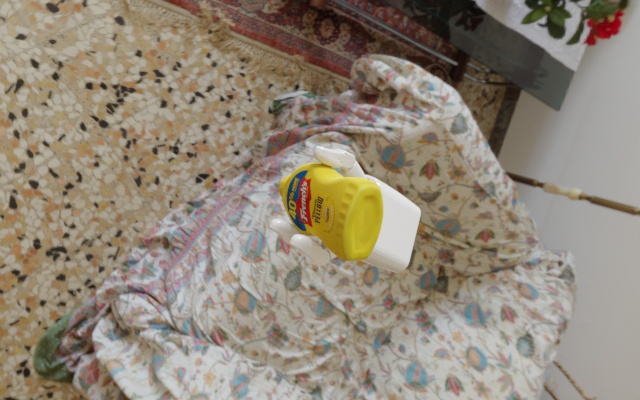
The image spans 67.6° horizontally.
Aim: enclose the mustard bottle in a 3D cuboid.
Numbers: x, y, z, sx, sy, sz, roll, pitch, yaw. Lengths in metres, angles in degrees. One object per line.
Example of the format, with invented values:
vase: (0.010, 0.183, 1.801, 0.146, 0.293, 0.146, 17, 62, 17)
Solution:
mustard bottle: (0.000, 0.002, 0.620, 0.058, 0.096, 0.191, -2, 17, -33)
